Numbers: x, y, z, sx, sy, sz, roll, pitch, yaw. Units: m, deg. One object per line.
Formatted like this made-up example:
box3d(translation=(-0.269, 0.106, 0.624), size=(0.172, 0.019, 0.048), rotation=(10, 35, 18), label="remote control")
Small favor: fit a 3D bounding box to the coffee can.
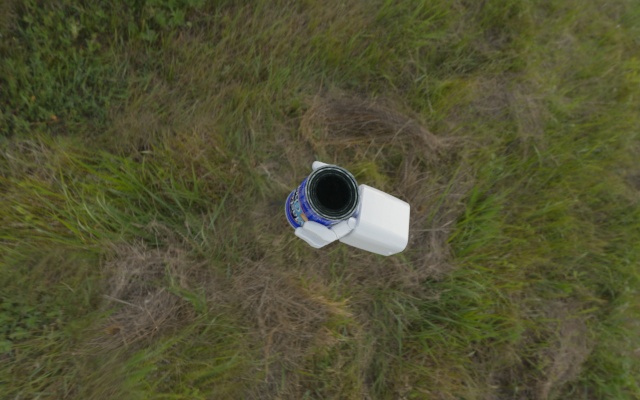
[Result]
box3d(translation=(0.000, 0.003, 0.895), size=(0.103, 0.102, 0.140), rotation=(0, -14, -19), label="coffee can")
